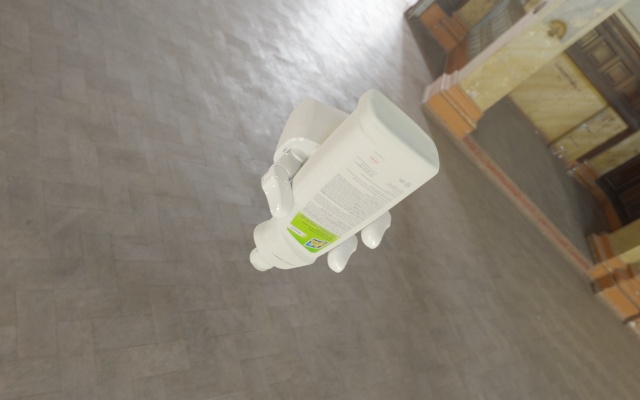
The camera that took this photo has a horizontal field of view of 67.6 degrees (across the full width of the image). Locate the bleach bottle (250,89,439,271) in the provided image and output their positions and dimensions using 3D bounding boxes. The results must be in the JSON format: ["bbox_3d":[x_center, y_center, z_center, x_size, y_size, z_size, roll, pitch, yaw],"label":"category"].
[{"bbox_3d":[0.000,0.002,0.512,0.102,0.068,0.251,36,-55,-20],"label":"bleach bottle"}]
